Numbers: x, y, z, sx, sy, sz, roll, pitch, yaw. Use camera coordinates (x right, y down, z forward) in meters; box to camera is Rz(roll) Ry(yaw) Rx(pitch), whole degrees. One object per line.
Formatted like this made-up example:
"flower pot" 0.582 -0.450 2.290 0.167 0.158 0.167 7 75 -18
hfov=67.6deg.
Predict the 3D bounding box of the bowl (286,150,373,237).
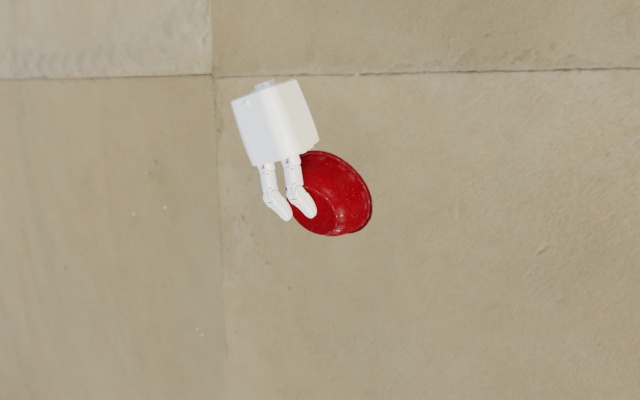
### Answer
"bowl" 0.001 0.004 0.766 0.162 0.162 0.055 0 33 38
